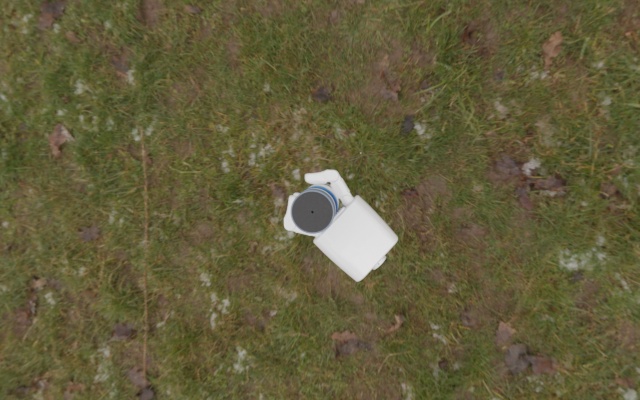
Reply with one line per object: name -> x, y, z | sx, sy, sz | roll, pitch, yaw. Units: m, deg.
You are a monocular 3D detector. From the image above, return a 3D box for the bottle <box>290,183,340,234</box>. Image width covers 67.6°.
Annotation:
bottle -> 0.000, 0.003, 0.857 | 0.069, 0.069, 0.295 | 0, 6, 5
